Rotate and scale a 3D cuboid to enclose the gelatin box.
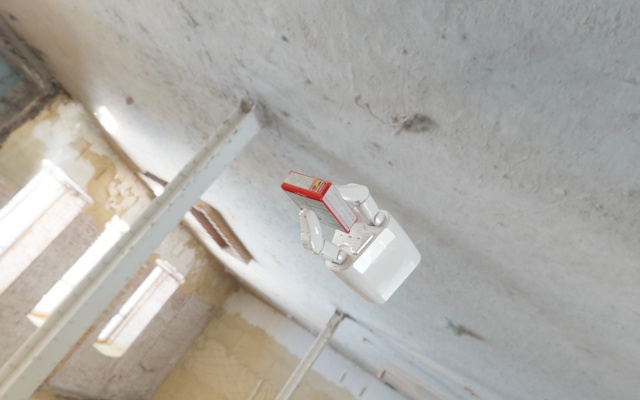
[{"bbox_3d":[0.000,0.002,0.632,0.073,0.030,0.089,18,-21,40],"label":"gelatin box"}]
